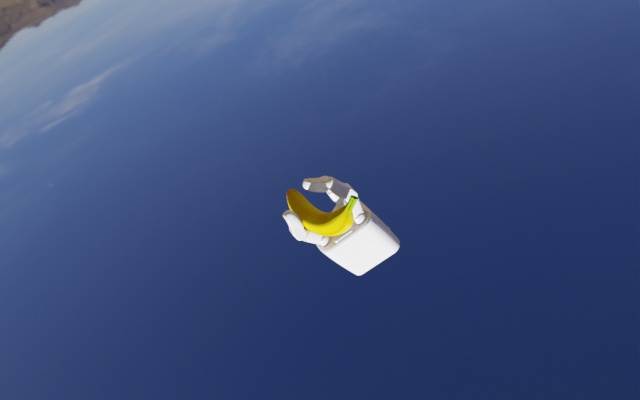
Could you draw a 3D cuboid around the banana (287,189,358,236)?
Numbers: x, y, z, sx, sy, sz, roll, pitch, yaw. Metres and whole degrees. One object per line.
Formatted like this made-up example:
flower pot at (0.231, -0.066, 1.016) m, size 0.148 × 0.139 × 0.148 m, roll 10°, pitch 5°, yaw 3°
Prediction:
banana at (-0.002, 0.021, 0.788) m, size 0.037 × 0.069 × 0.198 m, roll 16°, pitch -5°, yaw -36°
